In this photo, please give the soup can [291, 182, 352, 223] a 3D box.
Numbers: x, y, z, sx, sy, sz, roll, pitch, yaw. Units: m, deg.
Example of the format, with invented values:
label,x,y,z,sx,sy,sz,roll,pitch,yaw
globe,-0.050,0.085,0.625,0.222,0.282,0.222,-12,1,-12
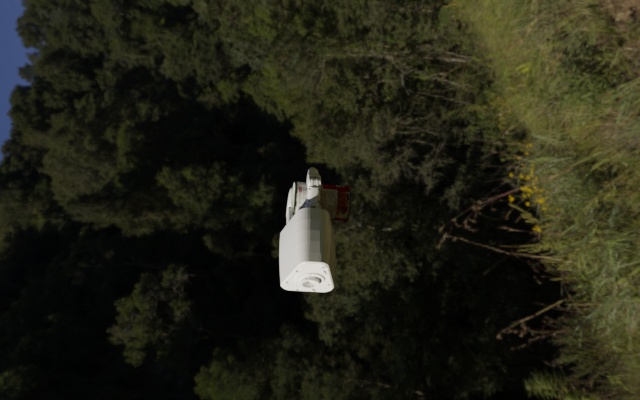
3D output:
label,x,y,z,sx,sy,sz,roll,pitch,yaw
soup can,0.000,0.002,0.869,0.102,0.068,0.068,5,-1,-8
